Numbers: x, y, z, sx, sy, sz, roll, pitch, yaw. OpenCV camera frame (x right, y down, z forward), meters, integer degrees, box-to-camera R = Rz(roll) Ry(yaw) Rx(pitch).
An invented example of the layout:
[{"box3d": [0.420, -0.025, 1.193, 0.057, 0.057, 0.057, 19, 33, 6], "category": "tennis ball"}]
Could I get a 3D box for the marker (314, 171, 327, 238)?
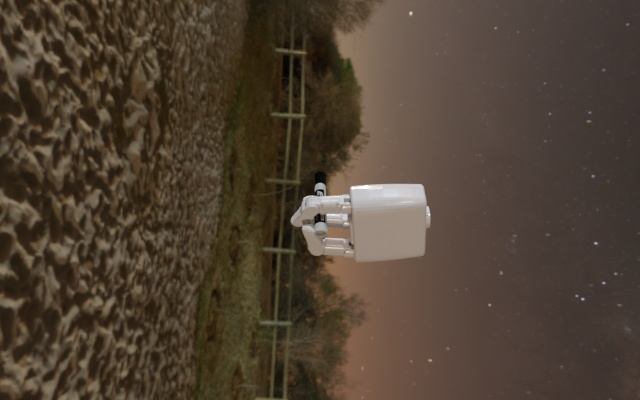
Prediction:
[{"box3d": [0.000, 0.002, 0.717, 0.020, 0.121, 0.020, 0, -41, 0], "category": "marker"}]
